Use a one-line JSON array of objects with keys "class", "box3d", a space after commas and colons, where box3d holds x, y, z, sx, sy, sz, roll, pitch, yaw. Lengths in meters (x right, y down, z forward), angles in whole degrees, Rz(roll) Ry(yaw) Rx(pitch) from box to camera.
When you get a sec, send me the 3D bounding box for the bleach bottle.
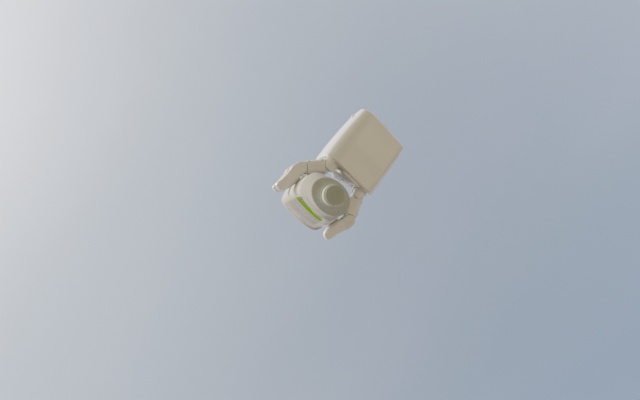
[{"class": "bleach bottle", "box3d": [0.000, 0.003, 0.785, 0.102, 0.068, 0.251, 40, -10, -8]}]
